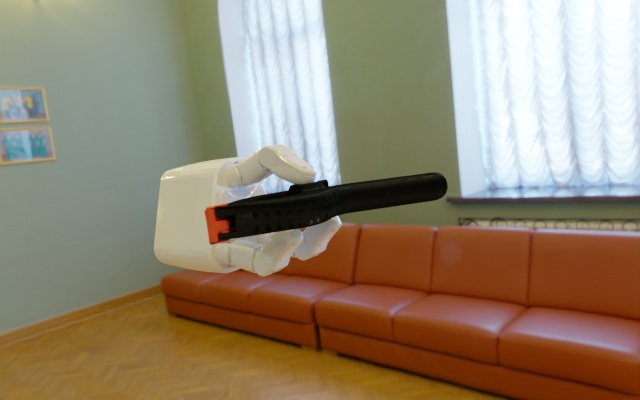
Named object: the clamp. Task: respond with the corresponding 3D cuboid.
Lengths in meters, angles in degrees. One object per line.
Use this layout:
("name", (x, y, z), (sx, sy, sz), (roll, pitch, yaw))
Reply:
("clamp", (-0.001, 0.001, 0.417), (0.164, 0.036, 0.210), (-4, 7, 40))
